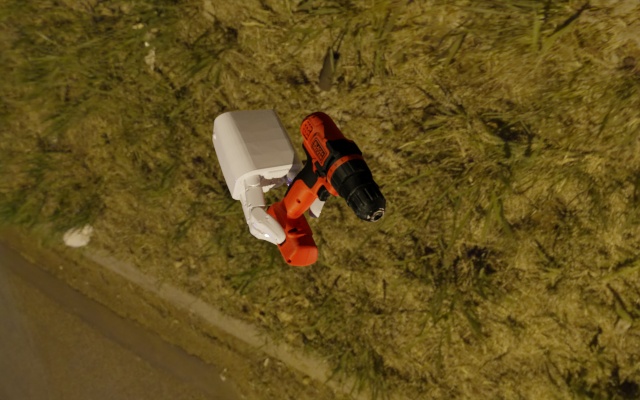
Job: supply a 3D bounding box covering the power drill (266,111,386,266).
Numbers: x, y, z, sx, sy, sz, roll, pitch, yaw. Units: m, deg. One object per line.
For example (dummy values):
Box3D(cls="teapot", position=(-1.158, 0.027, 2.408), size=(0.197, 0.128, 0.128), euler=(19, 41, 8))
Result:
Box3D(cls="power drill", position=(0.000, 0.002, 0.644), size=(0.057, 0.184, 0.188), euler=(3, -46, -36))
